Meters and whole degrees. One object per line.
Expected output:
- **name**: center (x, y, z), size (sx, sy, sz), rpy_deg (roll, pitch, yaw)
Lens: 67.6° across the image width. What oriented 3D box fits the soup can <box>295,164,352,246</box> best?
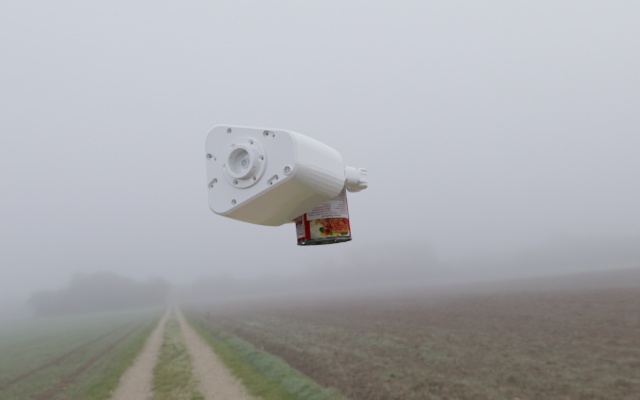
- **soup can**: center (0.000, 0.002, 0.591), size (0.068, 0.102, 0.068), rpy_deg (-6, -10, -1)
